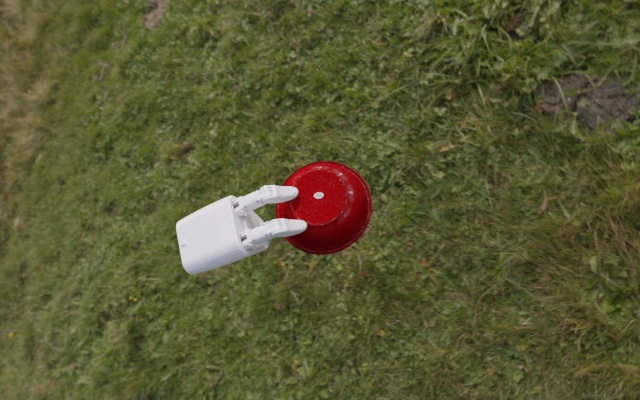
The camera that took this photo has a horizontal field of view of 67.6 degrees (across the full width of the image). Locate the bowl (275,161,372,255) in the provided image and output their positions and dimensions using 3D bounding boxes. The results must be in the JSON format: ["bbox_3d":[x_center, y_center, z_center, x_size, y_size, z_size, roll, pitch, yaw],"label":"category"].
[{"bbox_3d":[0.001,0.002,0.761,0.162,0.162,0.055,0,-18,9],"label":"bowl"}]
